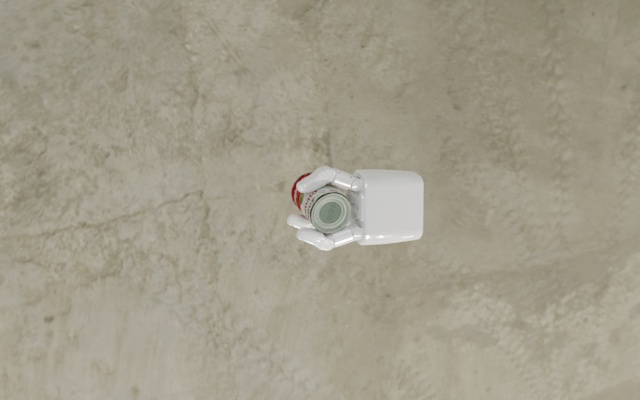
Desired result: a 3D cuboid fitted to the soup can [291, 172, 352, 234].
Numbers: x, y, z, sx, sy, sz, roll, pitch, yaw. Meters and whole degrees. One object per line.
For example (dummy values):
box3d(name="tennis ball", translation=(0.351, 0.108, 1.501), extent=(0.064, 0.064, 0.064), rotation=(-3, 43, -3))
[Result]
box3d(name="soup can", translation=(0.000, 0.002, 0.752), extent=(0.068, 0.068, 0.102), rotation=(0, 20, -20))
